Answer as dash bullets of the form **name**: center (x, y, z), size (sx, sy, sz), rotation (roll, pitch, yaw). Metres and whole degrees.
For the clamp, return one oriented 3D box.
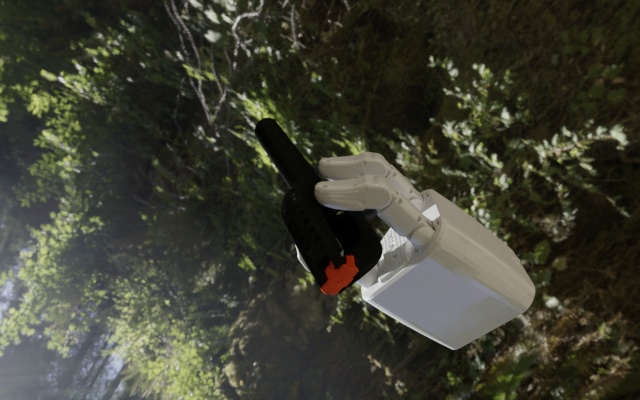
- **clamp**: center (0.000, 0.002, 0.419), size (0.164, 0.036, 0.210), rotation (34, 22, -12)
